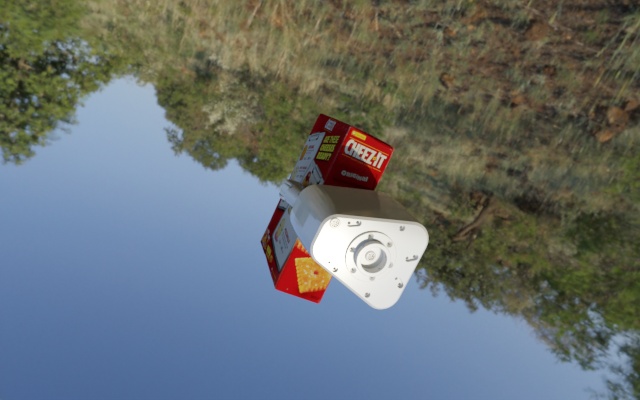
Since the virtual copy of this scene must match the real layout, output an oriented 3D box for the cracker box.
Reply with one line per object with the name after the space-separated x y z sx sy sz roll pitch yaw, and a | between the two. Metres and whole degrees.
0.000 0.002 0.635 0.072 0.214 0.164 23 9 -18 | cracker box
